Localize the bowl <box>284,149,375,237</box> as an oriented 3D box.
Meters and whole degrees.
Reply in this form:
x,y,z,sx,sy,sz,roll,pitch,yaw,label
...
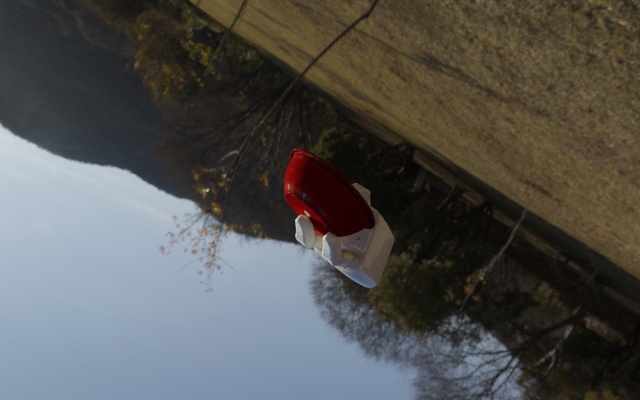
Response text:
x,y,z,sx,sy,sz,roll,pitch,yaw,label
-0.001,0.002,0.686,0.162,0.055,0.162,40,-15,13,bowl
